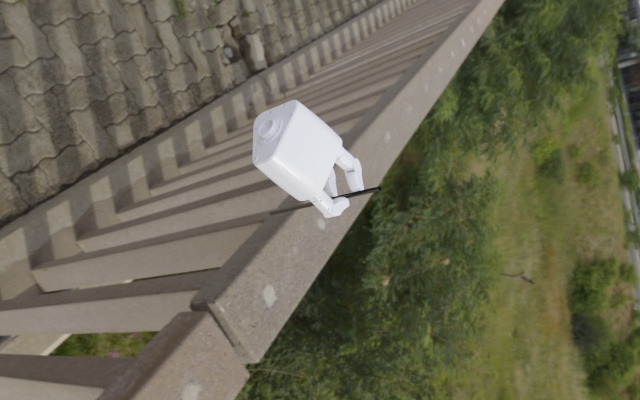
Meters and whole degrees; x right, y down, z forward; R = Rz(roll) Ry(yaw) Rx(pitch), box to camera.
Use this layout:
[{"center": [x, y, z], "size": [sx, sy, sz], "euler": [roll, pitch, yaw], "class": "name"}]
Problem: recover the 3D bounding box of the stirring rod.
[{"center": [0.000, 0.003, 0.823], "size": [0.239, 0.011, 0.011], "euler": [-13, -8, 37], "class": "stirring rod"}]
